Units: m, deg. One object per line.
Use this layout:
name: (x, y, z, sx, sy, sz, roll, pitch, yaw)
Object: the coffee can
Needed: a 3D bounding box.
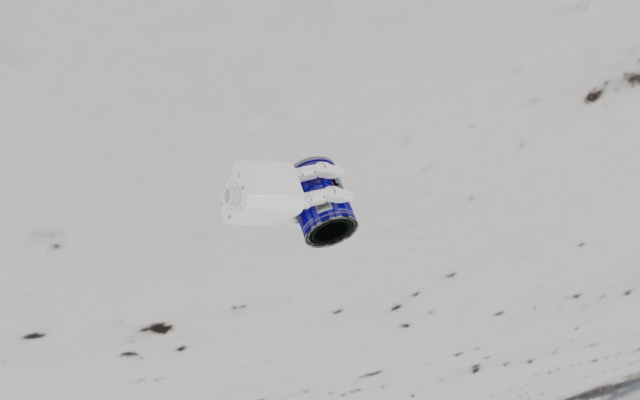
coffee can: (0.000, 0.003, 0.895, 0.103, 0.140, 0.103, -15, -31, -9)
